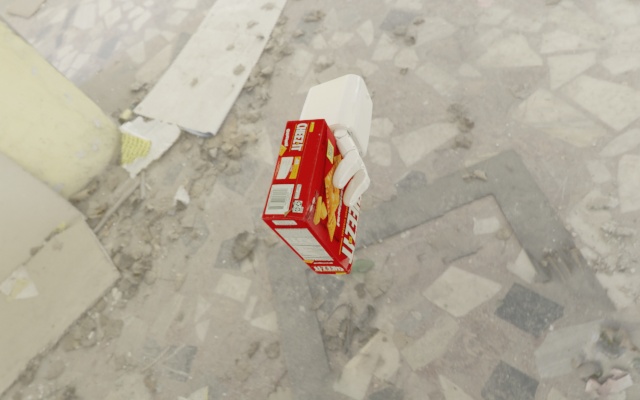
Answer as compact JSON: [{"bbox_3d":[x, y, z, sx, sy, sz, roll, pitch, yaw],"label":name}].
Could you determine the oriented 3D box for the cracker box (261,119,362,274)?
[{"bbox_3d":[0.000,0.002,0.742,0.072,0.164,0.214,0,-28,23],"label":"cracker box"}]
